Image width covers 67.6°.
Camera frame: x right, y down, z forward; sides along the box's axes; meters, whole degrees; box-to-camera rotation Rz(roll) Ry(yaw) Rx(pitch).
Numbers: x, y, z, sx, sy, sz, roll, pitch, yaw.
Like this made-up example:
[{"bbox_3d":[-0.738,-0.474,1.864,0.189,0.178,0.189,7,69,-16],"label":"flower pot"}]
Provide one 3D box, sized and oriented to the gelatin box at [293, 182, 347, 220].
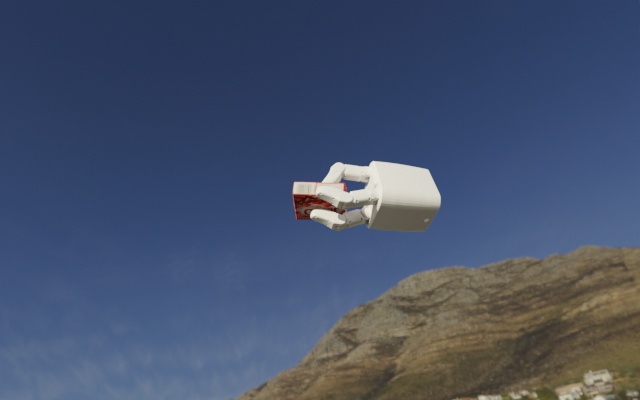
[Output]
[{"bbox_3d":[0.000,0.002,0.814,0.089,0.030,0.073,2,-37,5],"label":"gelatin box"}]
